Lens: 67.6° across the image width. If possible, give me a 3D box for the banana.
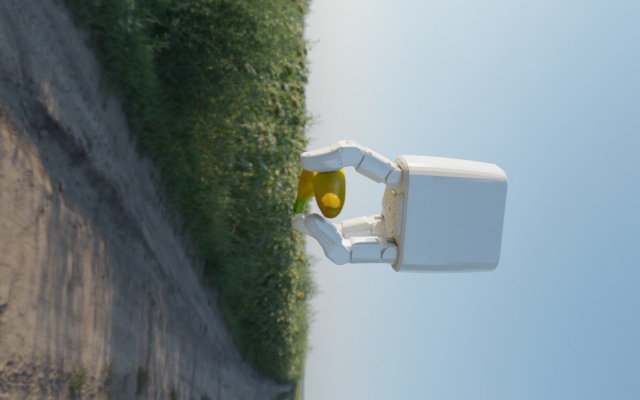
[{"bbox_3d":[0.001,-0.017,0.529,0.037,0.069,0.198,7,-1,-10],"label":"banana"}]
